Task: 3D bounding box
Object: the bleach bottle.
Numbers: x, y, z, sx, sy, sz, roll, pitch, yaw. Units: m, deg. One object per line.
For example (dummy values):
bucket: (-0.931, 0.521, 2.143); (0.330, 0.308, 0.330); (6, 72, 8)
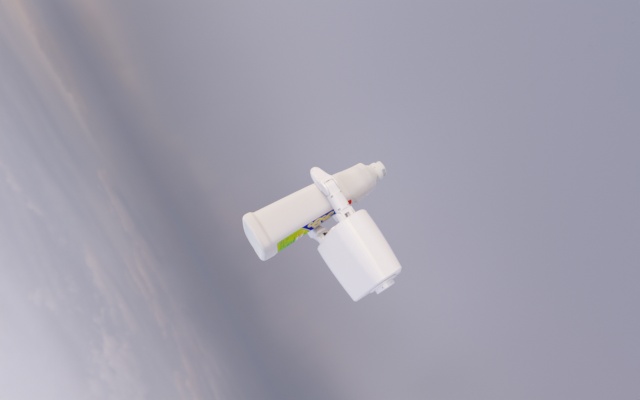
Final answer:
bleach bottle: (0.000, 0.003, 0.768); (0.251, 0.068, 0.103); (-30, -14, -16)
